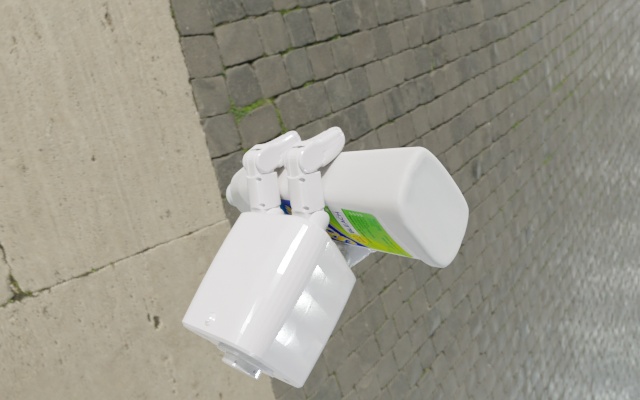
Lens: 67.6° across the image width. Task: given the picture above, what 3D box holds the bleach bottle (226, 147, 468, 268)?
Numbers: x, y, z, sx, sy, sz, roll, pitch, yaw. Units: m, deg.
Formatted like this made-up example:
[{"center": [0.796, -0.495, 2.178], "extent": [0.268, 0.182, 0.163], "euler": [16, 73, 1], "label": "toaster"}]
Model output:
[{"center": [0.000, 0.001, 0.448], "extent": [0.251, 0.068, 0.103], "euler": [3, -33, 45], "label": "bleach bottle"}]
